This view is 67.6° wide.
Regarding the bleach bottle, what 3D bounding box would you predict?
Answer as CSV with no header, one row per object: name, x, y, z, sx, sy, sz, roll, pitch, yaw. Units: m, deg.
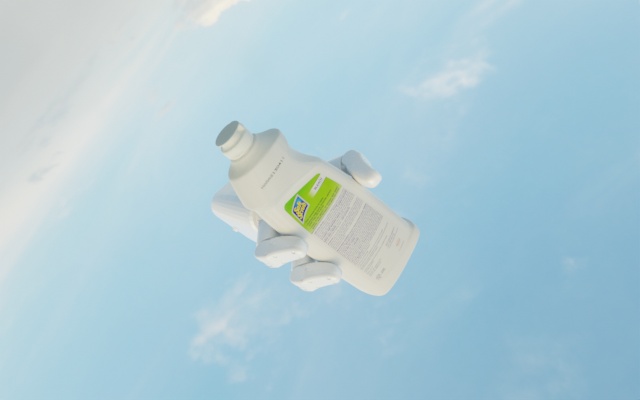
bleach bottle,0.000,0.002,0.489,0.251,0.102,0.068,41,-18,-35
